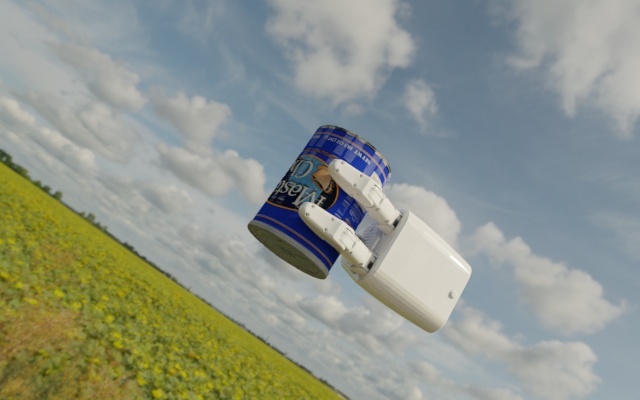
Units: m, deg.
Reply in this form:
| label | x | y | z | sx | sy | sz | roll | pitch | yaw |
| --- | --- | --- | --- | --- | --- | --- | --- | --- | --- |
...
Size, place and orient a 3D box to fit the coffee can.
| label | x | y | z | sx | sy | sz | roll | pitch | yaw |
| --- | --- | --- | --- | --- | --- | --- | --- | --- | --- |
| coffee can | 0.000 | 0.002 | 0.535 | 0.103 | 0.140 | 0.103 | 31 | -17 | 11 |
